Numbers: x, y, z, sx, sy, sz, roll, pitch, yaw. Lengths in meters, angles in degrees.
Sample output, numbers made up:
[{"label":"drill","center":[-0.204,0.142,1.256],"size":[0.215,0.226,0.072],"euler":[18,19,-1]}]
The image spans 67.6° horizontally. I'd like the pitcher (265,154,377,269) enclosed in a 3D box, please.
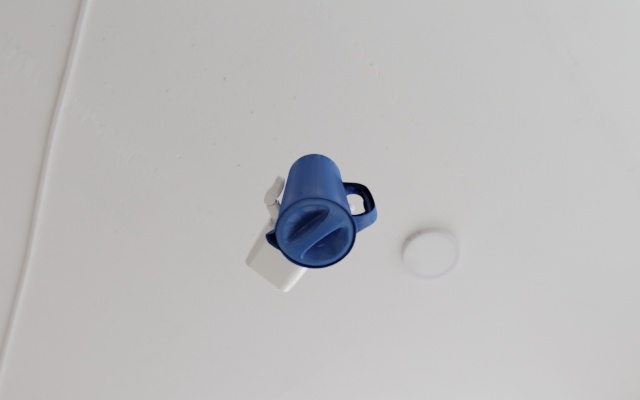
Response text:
[{"label":"pitcher","center":[0.000,0.003,0.867],"size":[0.149,0.145,0.242],"euler":[28,23,-14]}]
